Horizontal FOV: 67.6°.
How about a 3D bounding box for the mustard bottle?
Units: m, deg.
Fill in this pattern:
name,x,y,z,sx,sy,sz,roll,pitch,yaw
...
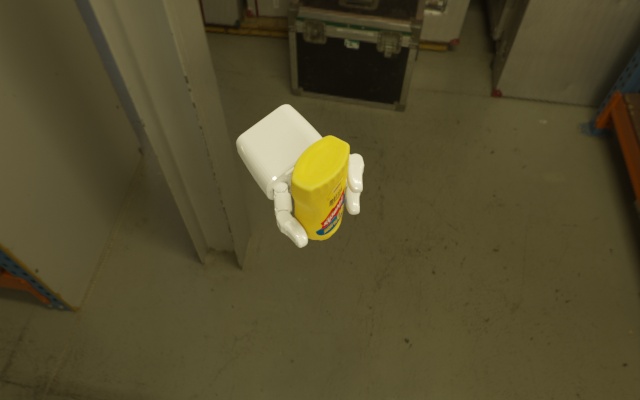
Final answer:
name,x,y,z,sx,sy,sz,roll,pitch,yaw
mustard bottle,0.000,0.002,0.684,0.058,0.096,0.192,27,-30,17
